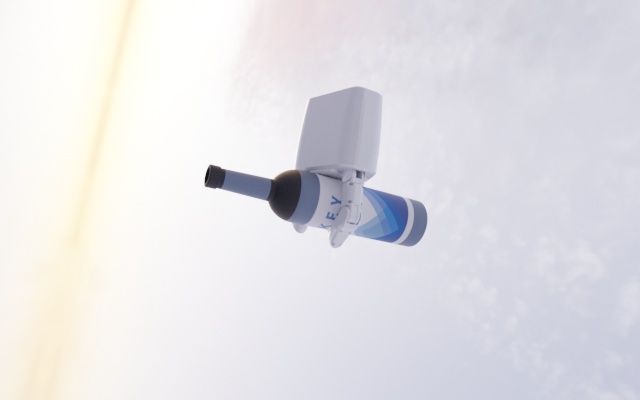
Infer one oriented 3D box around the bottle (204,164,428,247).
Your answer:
[{"bbox_3d":[0.000,0.002,0.607,0.296,0.069,0.069,13,-6,-26],"label":"bottle"}]
